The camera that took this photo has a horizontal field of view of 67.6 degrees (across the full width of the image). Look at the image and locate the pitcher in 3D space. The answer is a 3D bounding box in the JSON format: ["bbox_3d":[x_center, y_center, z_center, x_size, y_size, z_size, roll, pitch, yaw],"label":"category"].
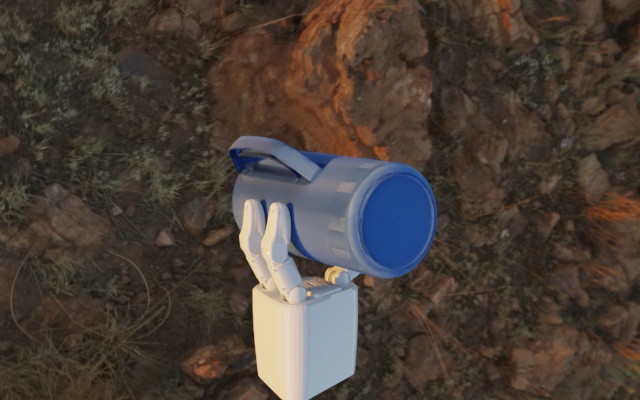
[{"bbox_3d":[0.000,0.002,0.526,0.149,0.145,0.243,-3,7,-32],"label":"pitcher"}]
